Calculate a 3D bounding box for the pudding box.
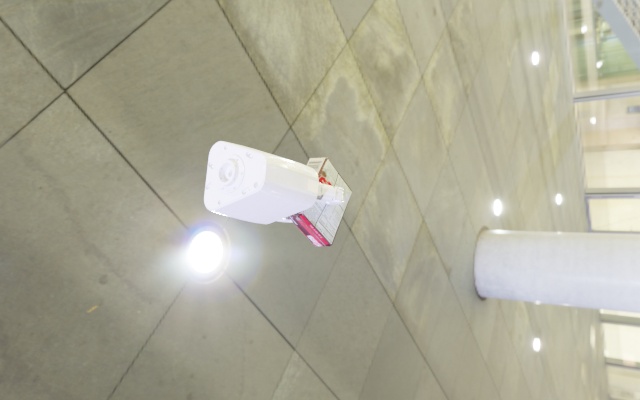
[{"bbox_3d":[0.000,0.002,0.745,0.039,0.113,0.090,-1,-38,37],"label":"pudding box"}]
